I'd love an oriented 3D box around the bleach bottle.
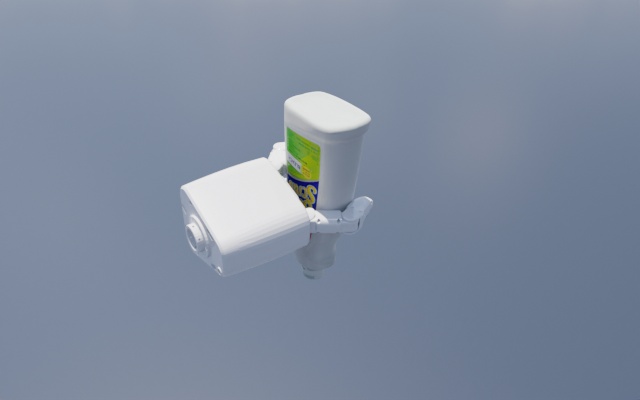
[{"bbox_3d":[0.000,0.002,0.588,0.068,0.251,0.102,-22,42,-31],"label":"bleach bottle"}]
